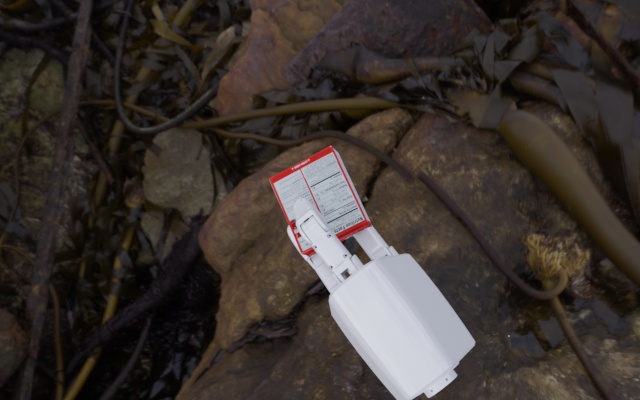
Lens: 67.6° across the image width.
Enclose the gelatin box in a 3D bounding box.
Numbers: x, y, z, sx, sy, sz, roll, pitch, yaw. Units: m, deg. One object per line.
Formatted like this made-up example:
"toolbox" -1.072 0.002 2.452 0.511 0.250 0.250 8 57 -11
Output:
"gelatin box" 0.000 0.001 0.478 0.073 0.089 0.030 -28 -15 10
